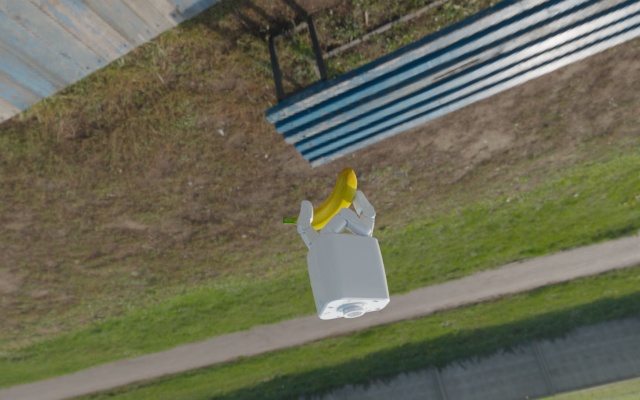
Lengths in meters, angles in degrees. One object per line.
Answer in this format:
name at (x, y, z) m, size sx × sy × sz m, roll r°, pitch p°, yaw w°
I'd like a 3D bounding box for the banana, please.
banana at (0.013, 0.008, 0.839) m, size 0.069 × 0.037 × 0.198 m, roll 14°, pitch -38°, yaw -35°
